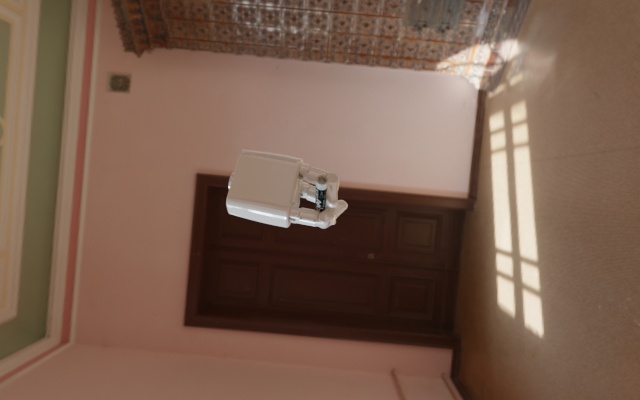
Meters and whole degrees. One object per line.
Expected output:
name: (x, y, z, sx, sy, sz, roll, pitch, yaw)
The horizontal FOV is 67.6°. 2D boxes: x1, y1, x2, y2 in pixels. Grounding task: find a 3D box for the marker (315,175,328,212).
marker: (0.000, 0.003, 0.770, 0.020, 0.020, 0.121, 0, -34, -3)
